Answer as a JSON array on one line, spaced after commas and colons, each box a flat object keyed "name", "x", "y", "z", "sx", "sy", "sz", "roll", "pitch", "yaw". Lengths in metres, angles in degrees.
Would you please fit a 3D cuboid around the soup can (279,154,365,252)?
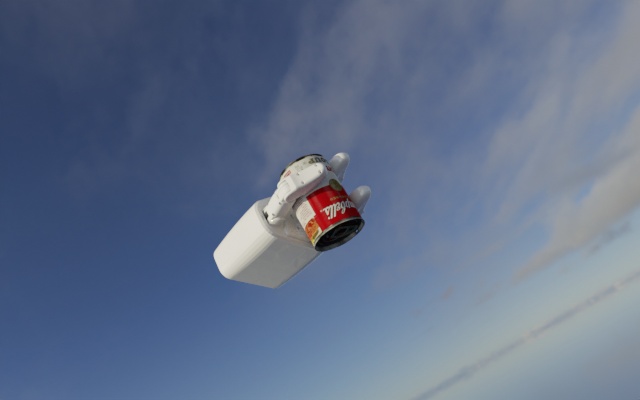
[{"name": "soup can", "x": 0.000, "y": 0.001, "z": 0.585, "sx": 0.068, "sy": 0.102, "sz": 0.068, "roll": -24, "pitch": -26, "yaw": -12}]
